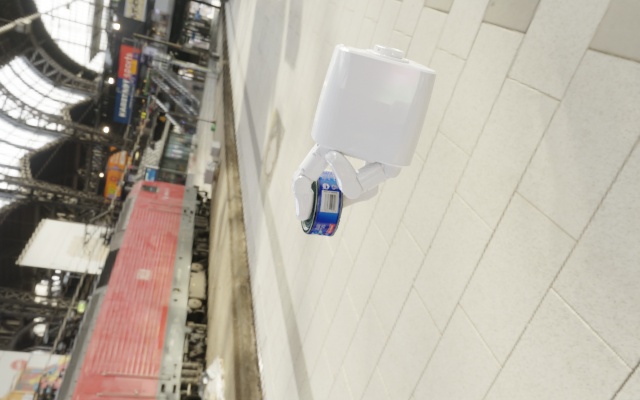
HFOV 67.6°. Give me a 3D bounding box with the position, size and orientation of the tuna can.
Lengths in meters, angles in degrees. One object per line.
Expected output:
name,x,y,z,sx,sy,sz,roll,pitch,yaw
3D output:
tuna can,0.000,0.002,0.601,0.034,0.086,0.086,5,-1,-15
